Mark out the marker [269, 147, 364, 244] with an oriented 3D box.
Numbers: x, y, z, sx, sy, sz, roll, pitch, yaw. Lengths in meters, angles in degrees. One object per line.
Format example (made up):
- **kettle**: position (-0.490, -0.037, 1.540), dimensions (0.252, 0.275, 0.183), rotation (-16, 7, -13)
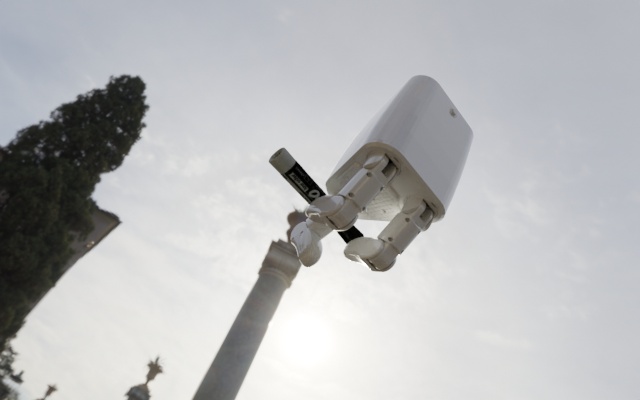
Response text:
- **marker**: position (0.000, 0.001, 0.432), dimensions (0.121, 0.020, 0.020), rotation (47, -22, -22)
